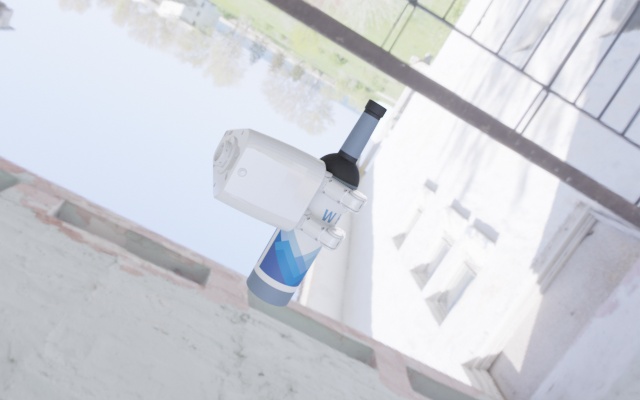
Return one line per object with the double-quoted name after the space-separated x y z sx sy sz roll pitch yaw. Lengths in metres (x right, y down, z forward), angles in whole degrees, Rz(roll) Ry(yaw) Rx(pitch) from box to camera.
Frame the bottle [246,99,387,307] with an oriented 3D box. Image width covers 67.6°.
0.000 0.002 0.633 0.069 0.296 0.069 29 11 -6 "bottle"
